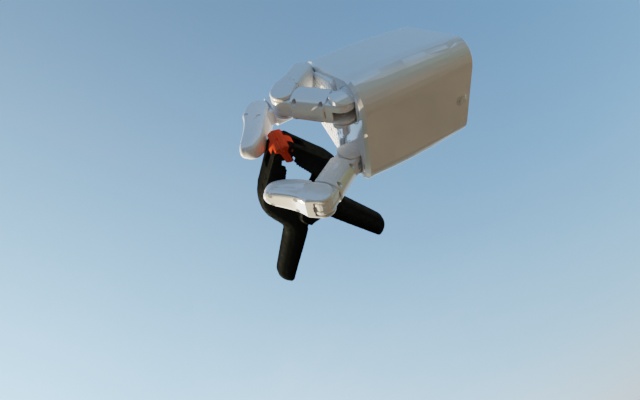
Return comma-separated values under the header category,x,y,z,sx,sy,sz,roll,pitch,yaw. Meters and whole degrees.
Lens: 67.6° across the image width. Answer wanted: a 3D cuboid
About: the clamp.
category,x,y,z,sx,sy,sz,roll,pitch,yaw
clamp,0.000,0.001,0.447,0.120,0.172,0.039,-26,48,-12
